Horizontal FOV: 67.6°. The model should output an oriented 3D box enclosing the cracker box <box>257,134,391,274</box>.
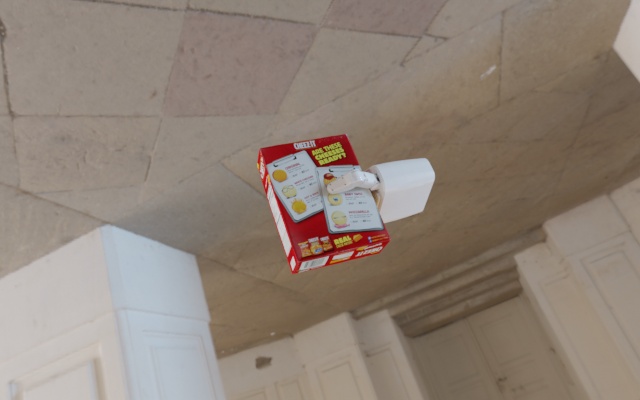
[{"bbox_3d":[0.000,0.003,0.809,0.164,0.213,0.072,-12,-25,-20],"label":"cracker box"}]
